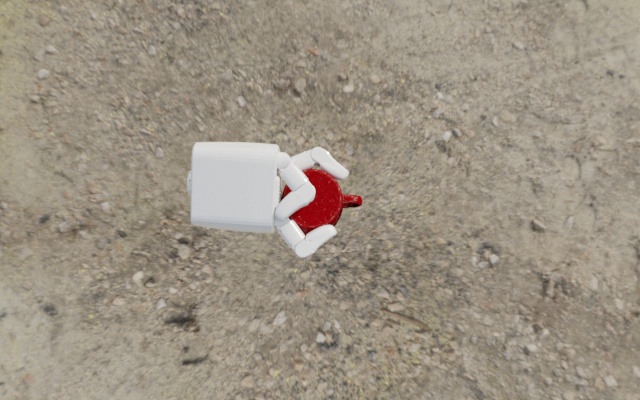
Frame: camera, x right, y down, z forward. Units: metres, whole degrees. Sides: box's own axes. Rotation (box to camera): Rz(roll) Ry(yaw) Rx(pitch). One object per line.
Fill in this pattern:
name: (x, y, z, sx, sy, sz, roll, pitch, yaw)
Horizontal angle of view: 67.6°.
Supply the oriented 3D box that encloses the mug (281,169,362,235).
mug: (0.002, 0.002, 0.667, 0.117, 0.093, 0.081, 2, -6, -1)
